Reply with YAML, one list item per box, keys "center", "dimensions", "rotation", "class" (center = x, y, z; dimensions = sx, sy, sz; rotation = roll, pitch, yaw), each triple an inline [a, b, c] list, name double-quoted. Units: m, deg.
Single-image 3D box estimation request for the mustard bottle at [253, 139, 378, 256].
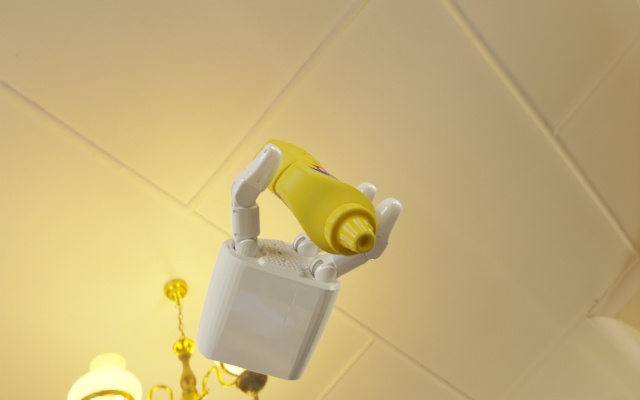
- center: [0.000, 0.001, 0.434]
  dimensions: [0.096, 0.058, 0.191]
  rotation: [41, 2, -27]
  class: "mustard bottle"
